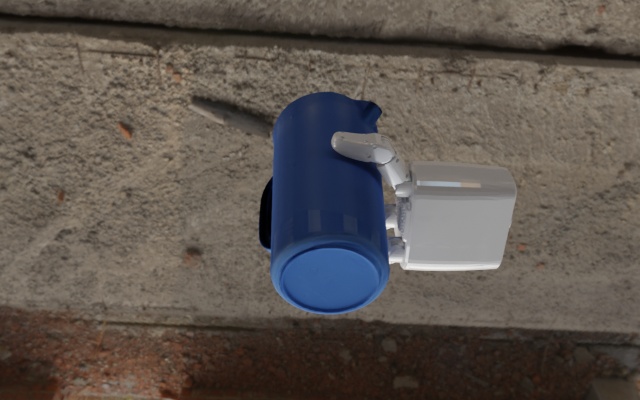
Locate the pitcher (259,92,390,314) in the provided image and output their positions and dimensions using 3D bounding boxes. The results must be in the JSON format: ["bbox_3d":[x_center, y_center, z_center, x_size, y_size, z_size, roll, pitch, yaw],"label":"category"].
[{"bbox_3d":[0.000,0.002,0.519,0.145,0.149,0.242,3,39,-2],"label":"pitcher"}]
